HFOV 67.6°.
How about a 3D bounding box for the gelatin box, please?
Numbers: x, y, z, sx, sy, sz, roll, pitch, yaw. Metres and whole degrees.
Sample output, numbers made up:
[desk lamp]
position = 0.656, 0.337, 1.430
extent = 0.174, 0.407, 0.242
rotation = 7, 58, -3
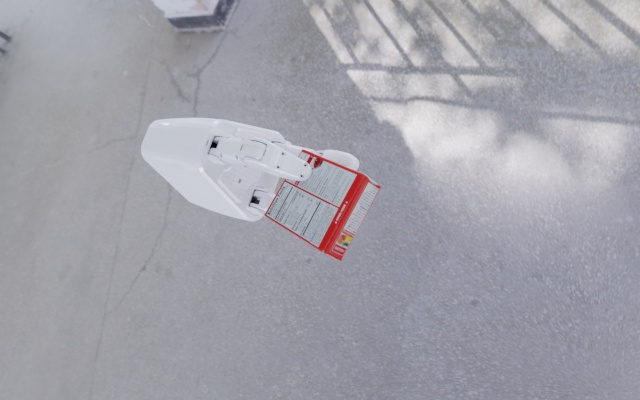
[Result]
[gelatin box]
position = 0.000, 0.001, 0.426
extent = 0.089, 0.073, 0.030
rotation = 27, -2, 44
